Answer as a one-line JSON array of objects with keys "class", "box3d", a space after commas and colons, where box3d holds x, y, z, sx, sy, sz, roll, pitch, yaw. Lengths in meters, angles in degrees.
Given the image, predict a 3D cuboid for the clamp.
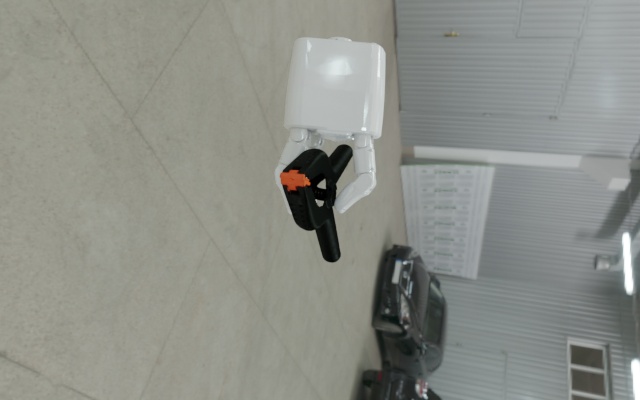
[{"class": "clamp", "box3d": [0.001, 0.002, 0.581, 0.036, 0.164, 0.210, 5, 0, 17]}]
